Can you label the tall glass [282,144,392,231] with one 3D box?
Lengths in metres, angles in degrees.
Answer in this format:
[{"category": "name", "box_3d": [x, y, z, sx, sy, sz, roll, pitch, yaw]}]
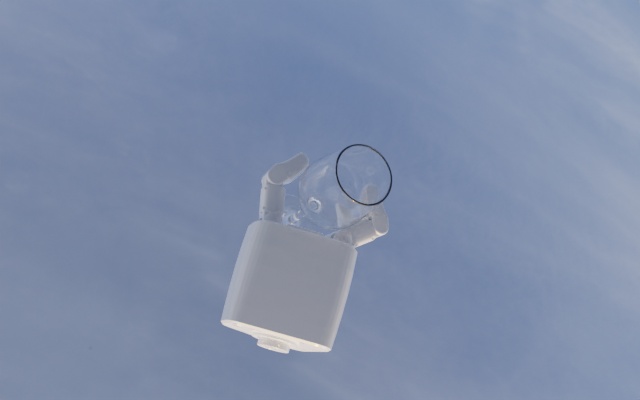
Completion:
[{"category": "tall glass", "box_3d": [0.000, 0.002, 0.534, 0.079, 0.079, 0.201, 0, -16, -26]}]
